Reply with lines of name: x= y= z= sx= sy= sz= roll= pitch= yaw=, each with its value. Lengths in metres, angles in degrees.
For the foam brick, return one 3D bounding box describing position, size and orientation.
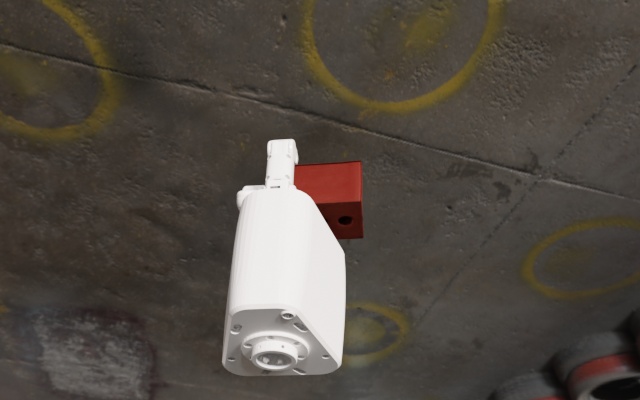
foam brick: x=0.000 y=0.001 z=0.430 sx=0.078 sy=0.051 sz=0.053 roll=-4 pitch=-43 yaw=4
